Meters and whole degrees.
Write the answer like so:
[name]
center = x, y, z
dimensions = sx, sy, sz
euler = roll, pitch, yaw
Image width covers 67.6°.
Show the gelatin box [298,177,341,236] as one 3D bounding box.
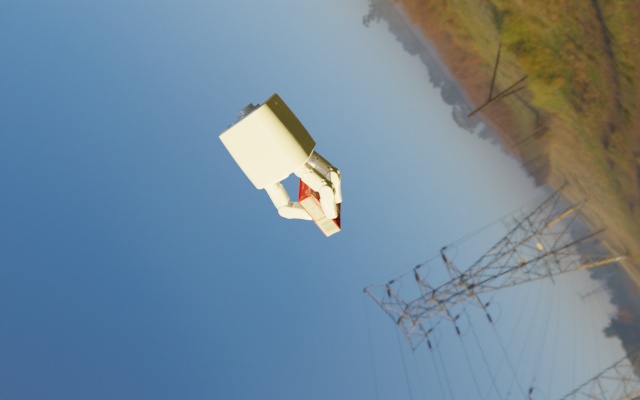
[gelatin box]
center = 0.000, 0.003, 0.783
dimensions = 0.030, 0.089, 0.073
euler = -27, 32, 20
